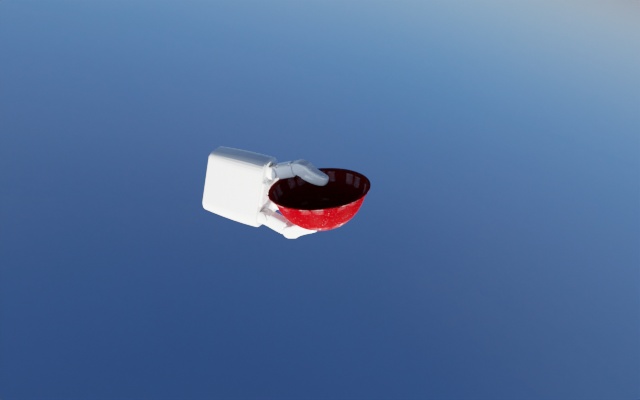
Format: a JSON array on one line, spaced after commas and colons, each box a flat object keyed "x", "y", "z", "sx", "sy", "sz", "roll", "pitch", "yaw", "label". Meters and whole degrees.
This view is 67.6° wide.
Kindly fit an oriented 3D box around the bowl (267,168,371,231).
[{"x": 0.001, "y": 0.003, "z": 0.756, "sx": 0.162, "sy": 0.055, "sz": 0.162, "roll": -5, "pitch": 25, "yaw": 2, "label": "bowl"}]
